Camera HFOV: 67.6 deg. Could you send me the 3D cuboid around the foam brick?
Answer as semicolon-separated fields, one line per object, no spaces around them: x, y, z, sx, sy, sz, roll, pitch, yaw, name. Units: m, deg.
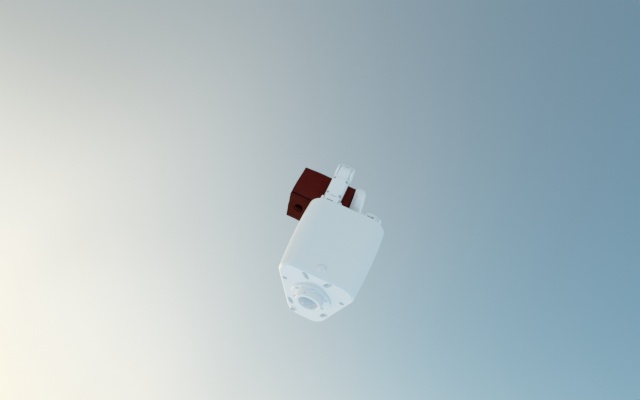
0.000;0.002;0.643;0.078;0.051;0.053;24;-38;6;foam brick
